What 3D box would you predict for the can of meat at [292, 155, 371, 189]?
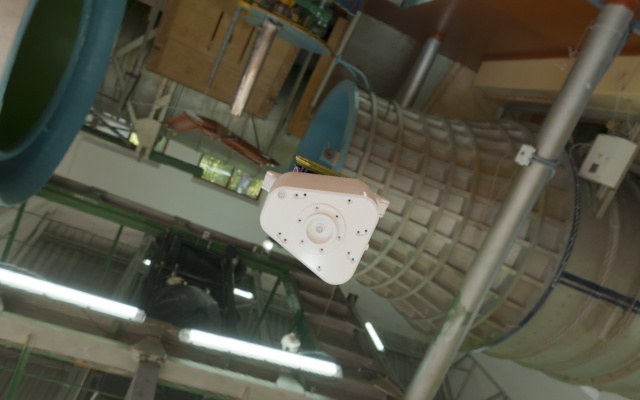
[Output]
[{"bbox_3d":[0.000,0.002,0.604,0.102,0.084,0.057,23,8,-6],"label":"can of meat"}]
